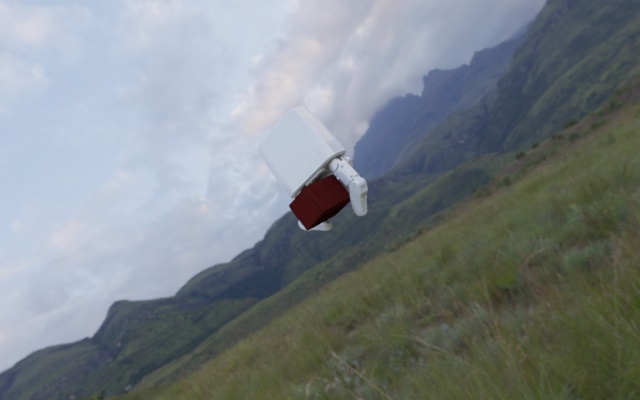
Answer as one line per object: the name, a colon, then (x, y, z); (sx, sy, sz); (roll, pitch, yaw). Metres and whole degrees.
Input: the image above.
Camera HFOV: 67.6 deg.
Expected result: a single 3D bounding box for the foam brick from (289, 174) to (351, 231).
foam brick: (0.000, 0.003, 0.745); (0.078, 0.051, 0.053); (-27, -15, -48)
